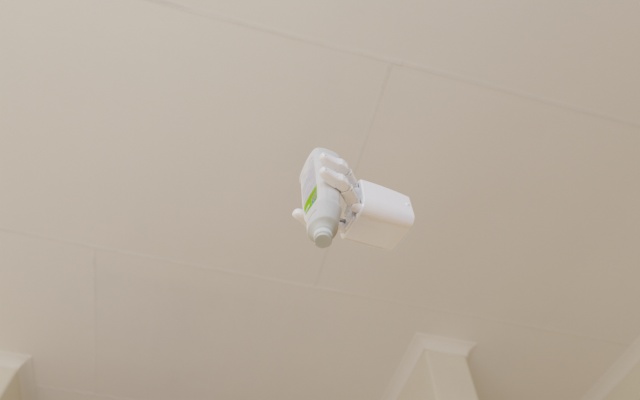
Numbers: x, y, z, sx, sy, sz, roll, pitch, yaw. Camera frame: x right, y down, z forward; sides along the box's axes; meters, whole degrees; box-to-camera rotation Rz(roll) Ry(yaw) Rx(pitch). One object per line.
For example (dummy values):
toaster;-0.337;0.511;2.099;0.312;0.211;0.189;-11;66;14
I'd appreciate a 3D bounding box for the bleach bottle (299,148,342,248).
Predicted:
bleach bottle;0.000;0.003;0.873;0.068;0.103;0.250;17;32;-12
